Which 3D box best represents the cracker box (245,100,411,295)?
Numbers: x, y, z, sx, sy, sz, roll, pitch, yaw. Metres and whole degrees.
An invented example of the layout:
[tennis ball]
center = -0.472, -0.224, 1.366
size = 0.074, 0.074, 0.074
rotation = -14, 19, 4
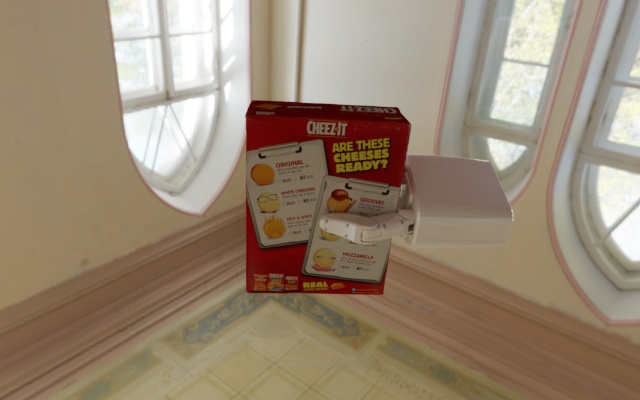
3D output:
[cracker box]
center = 0.000, 0.002, 0.535
size = 0.164, 0.214, 0.072
rotation = 2, 27, -5
